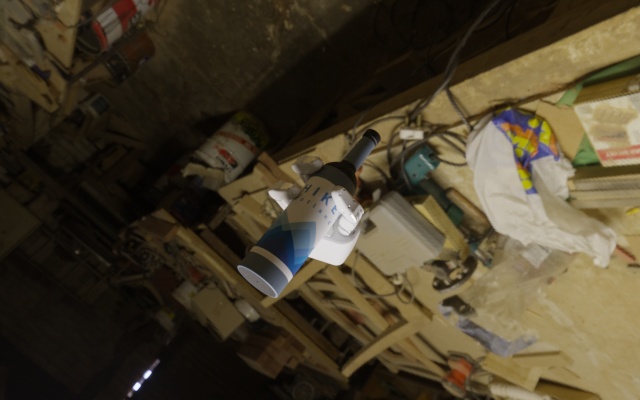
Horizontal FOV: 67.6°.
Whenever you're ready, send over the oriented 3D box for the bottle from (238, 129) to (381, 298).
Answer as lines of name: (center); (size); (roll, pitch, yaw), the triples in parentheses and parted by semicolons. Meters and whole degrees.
bottle: (0.000, 0.002, 0.687); (0.069, 0.295, 0.069); (31, -26, 17)
